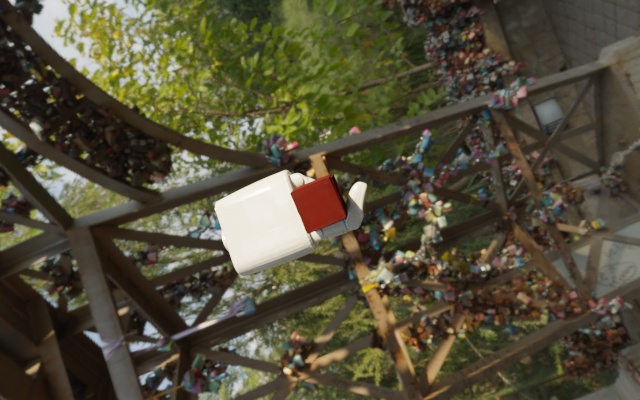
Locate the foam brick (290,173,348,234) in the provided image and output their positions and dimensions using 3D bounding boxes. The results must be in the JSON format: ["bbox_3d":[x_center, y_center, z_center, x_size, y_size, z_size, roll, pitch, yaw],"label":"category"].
[{"bbox_3d":[0.000,0.002,0.575,0.051,0.053,0.078,-21,4,5],"label":"foam brick"}]
